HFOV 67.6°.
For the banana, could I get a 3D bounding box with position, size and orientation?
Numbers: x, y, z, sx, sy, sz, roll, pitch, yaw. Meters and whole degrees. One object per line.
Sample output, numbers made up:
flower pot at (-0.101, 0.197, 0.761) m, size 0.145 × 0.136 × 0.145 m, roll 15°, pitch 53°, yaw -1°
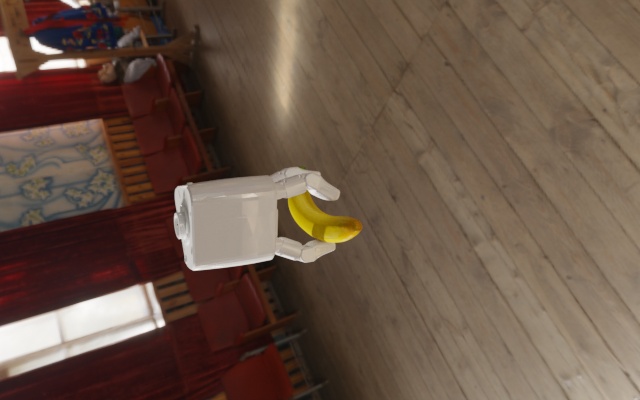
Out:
banana at (-0.005, 0.018, 0.680) m, size 0.037 × 0.070 × 0.197 m, roll 0°, pitch 26°, yaw -29°
